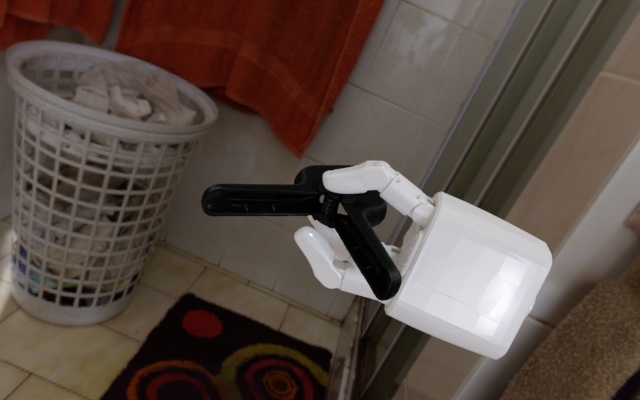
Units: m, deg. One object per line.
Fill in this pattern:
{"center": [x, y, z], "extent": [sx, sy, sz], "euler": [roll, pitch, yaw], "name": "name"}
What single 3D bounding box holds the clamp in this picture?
{"center": [0.001, 0.001, 0.436], "extent": [0.164, 0.036, 0.210], "euler": [23, 23, 3], "name": "clamp"}
